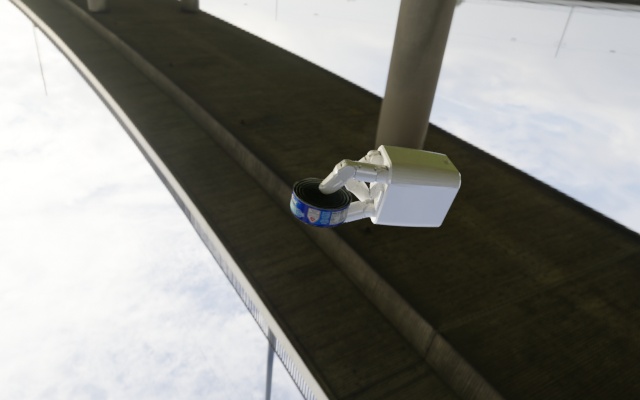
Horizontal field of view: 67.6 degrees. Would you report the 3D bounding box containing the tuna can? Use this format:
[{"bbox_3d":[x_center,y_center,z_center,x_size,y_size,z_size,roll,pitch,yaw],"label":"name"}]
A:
[{"bbox_3d":[0.000,0.003,0.687,0.086,0.034,0.086,10,30,-6],"label":"tuna can"}]
